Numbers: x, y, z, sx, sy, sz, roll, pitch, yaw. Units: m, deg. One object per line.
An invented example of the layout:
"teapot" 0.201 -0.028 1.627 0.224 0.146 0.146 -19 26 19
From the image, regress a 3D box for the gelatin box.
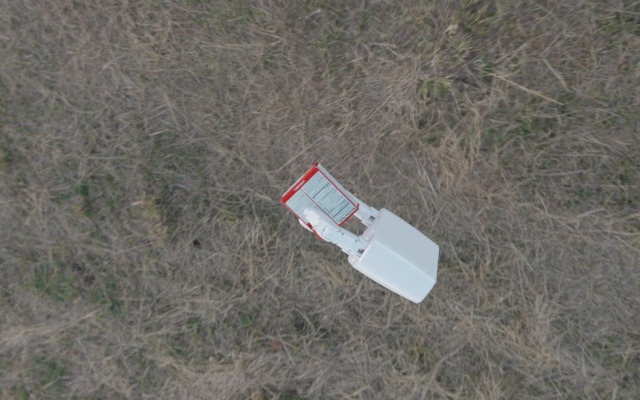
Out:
"gelatin box" 0.000 0.002 0.682 0.073 0.089 0.030 -43 10 17
